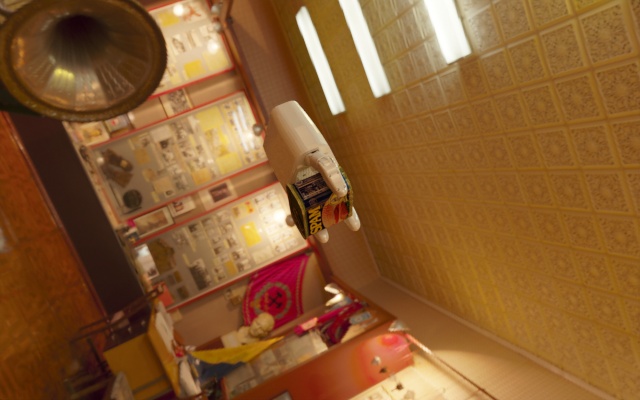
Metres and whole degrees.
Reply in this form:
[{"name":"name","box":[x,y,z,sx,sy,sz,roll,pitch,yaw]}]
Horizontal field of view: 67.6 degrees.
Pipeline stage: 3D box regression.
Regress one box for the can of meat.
[{"name":"can of meat","box":[0.000,0.002,0.718,0.084,0.057,0.102,-24,-32,-13]}]
